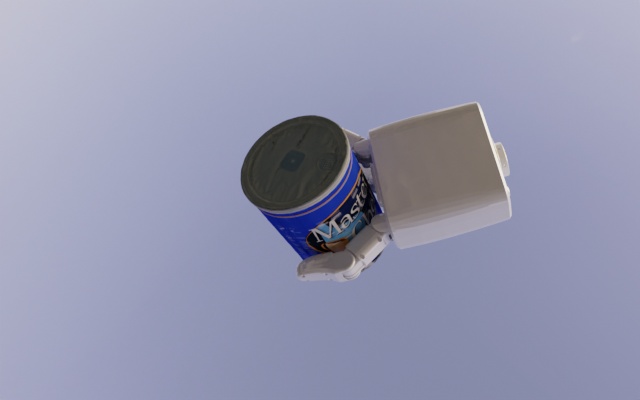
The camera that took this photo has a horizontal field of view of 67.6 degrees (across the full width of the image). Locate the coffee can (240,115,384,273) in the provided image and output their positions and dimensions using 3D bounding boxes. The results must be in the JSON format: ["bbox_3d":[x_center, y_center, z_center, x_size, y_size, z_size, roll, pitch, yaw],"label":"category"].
[{"bbox_3d":[0.000,0.002,0.468,0.103,0.102,0.140,0,-32,25],"label":"coffee can"}]
